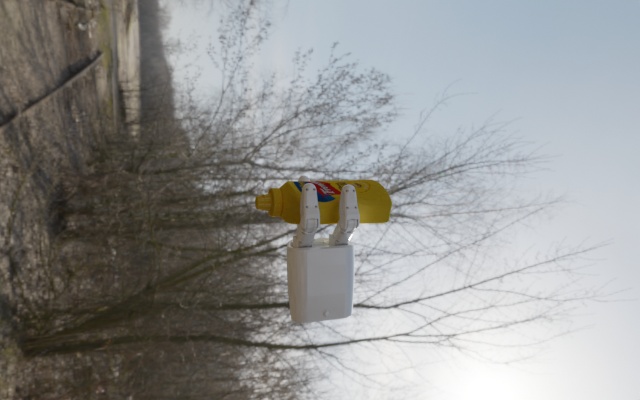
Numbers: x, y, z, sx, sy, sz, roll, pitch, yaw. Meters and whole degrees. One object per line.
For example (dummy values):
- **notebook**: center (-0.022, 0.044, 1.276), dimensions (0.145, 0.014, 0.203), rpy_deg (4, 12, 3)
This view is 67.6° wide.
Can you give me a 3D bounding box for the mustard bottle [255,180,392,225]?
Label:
- **mustard bottle**: center (0.000, 0.002, 0.698), dimensions (0.191, 0.058, 0.096), rpy_deg (-1, 25, -20)
